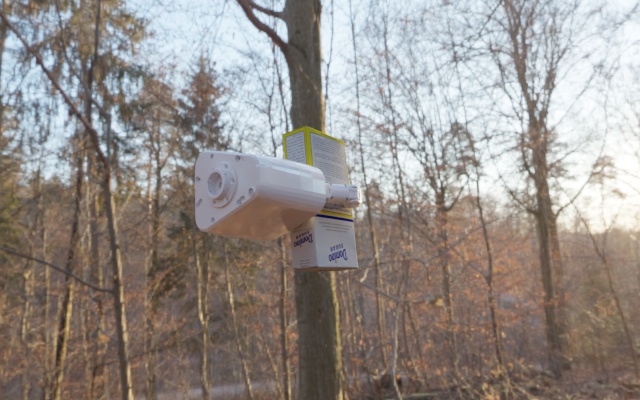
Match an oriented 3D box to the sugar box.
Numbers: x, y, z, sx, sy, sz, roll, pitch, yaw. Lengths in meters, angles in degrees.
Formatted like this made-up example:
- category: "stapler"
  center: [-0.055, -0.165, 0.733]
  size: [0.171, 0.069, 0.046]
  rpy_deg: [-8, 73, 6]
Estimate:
- category: "sugar box"
  center: [0.000, 0.002, 0.616]
  size: [0.048, 0.176, 0.093]
  rpy_deg: [-11, -14, 36]
